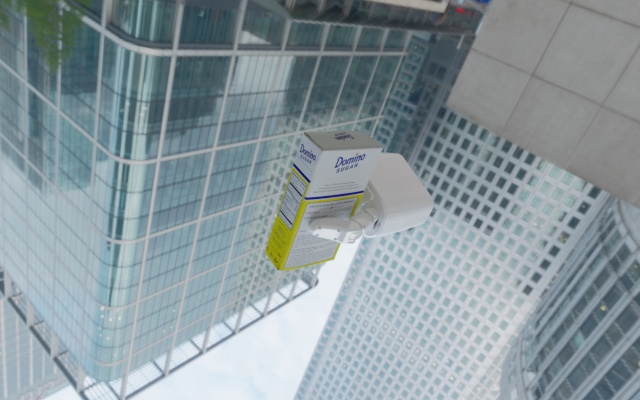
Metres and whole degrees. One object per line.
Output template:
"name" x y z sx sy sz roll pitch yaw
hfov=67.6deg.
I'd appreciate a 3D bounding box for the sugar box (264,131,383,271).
"sugar box" 0.000 0.002 0.573 0.093 0.176 0.048 -7 39 -39
